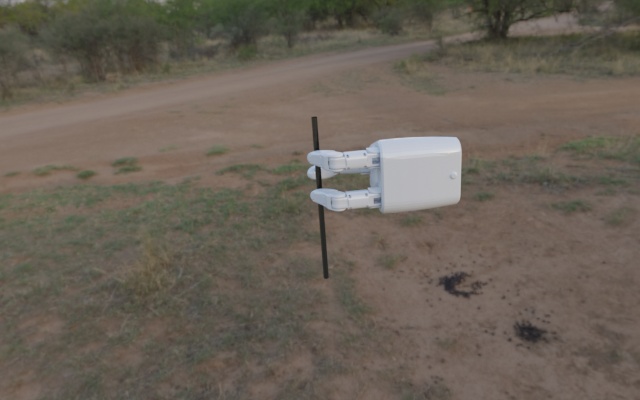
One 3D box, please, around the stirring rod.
[{"bbox_3d":[0.000,0.002,0.676,0.011,0.240,0.011,-4,19,1],"label":"stirring rod"}]
